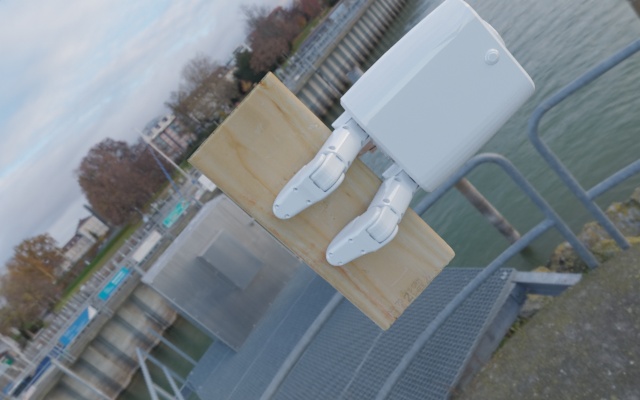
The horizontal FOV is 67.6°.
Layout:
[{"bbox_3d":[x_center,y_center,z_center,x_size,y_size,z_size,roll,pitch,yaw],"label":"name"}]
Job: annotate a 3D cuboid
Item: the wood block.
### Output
[{"bbox_3d":[0.000,0.001,0.404,0.206,0.090,0.091,43,-1,-14],"label":"wood block"}]
